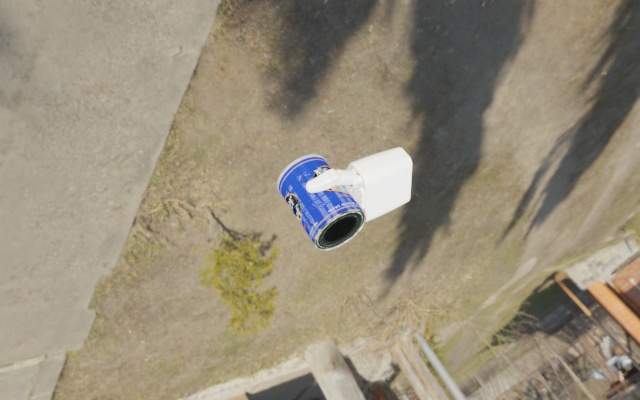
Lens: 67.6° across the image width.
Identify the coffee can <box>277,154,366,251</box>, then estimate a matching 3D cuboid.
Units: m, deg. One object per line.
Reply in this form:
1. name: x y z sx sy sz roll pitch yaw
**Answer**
1. coffee can: 0.000 0.003 0.838 0.103 0.140 0.103 -25 -32 -17
